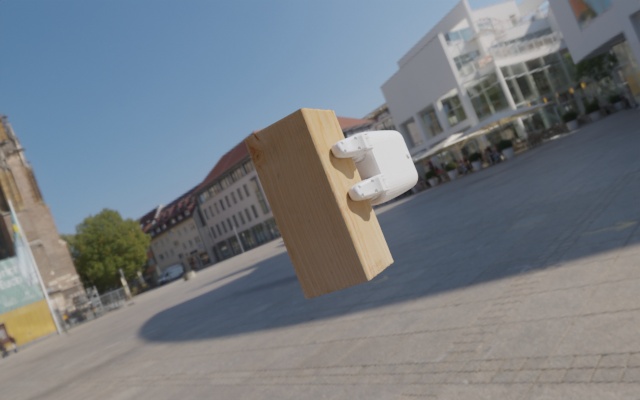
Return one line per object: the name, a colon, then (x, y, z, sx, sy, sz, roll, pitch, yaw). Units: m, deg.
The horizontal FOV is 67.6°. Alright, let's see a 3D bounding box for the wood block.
wood block: (0.000, 0.002, 0.586, 0.091, 0.206, 0.090, -23, -3, 28)
